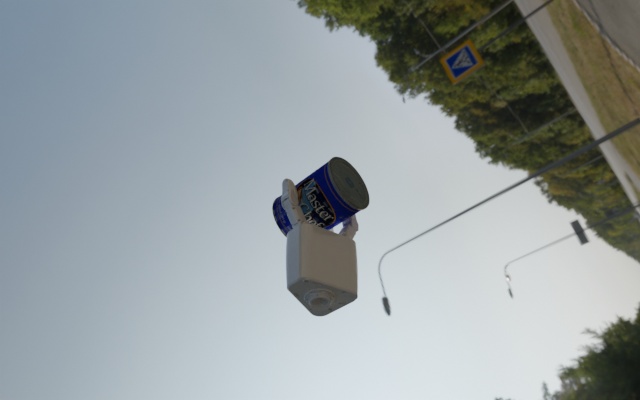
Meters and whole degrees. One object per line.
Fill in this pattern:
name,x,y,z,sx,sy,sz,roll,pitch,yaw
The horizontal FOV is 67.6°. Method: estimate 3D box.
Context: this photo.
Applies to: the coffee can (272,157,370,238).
coffee can,0.000,0.003,0.839,0.140,0.102,0.103,-34,-18,29
